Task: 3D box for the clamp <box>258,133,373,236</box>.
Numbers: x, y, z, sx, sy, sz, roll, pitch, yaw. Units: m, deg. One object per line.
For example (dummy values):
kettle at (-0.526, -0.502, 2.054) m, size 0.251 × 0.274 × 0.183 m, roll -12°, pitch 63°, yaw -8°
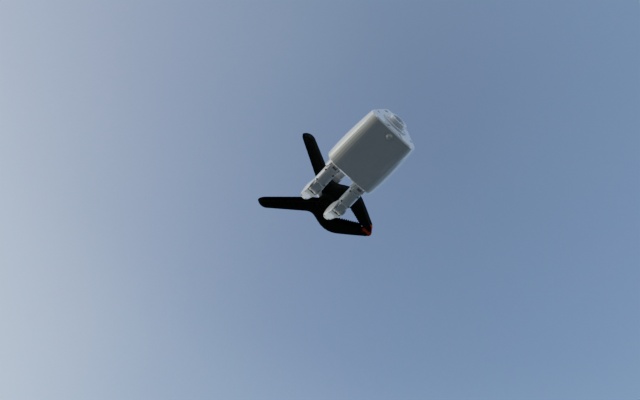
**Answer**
clamp at (0.001, 0.003, 0.862) m, size 0.164 × 0.210 × 0.036 m, roll -45°, pitch 8°, yaw 23°
